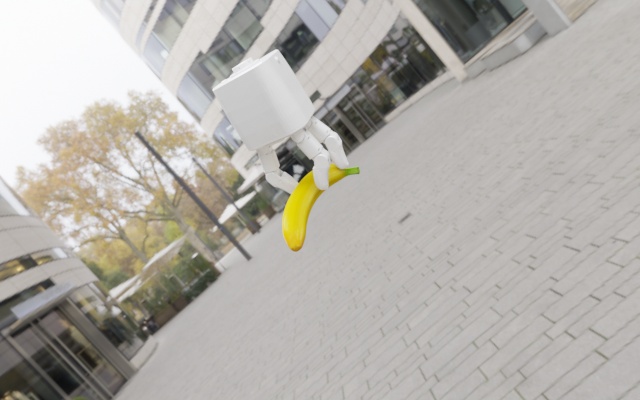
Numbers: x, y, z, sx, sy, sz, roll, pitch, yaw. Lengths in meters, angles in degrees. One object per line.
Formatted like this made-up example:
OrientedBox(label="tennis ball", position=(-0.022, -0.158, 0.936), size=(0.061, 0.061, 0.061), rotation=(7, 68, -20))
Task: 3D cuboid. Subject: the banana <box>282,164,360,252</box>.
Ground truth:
OrientedBox(label="banana", position=(-0.014, -0.002, 0.719), size=(0.069, 0.037, 0.197), rotation=(7, 43, 33))
